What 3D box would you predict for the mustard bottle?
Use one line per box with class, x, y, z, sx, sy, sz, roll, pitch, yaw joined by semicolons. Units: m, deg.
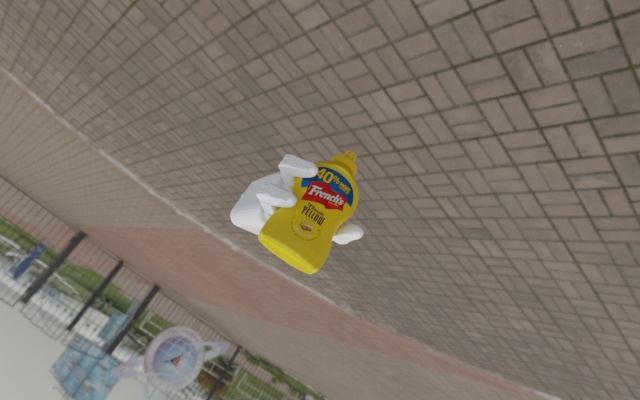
mustard bottle;0.000;0.002;0.683;0.096;0.191;0.058;34;-25;-2
